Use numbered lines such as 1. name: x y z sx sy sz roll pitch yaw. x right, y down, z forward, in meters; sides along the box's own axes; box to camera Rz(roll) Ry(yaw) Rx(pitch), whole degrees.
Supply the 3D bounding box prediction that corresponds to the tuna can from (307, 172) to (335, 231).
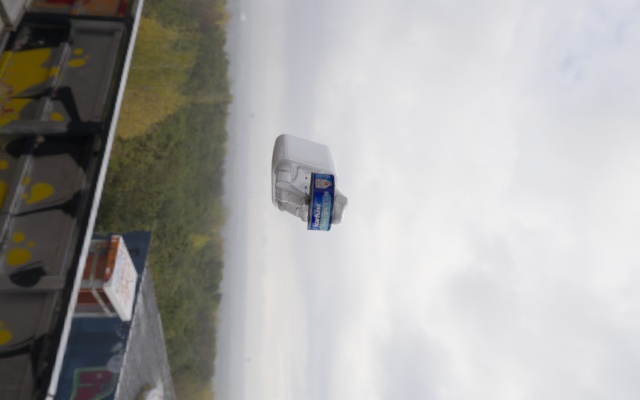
1. tuna can: 0.001 0.002 0.698 0.034 0.086 0.086 4 0 -3
